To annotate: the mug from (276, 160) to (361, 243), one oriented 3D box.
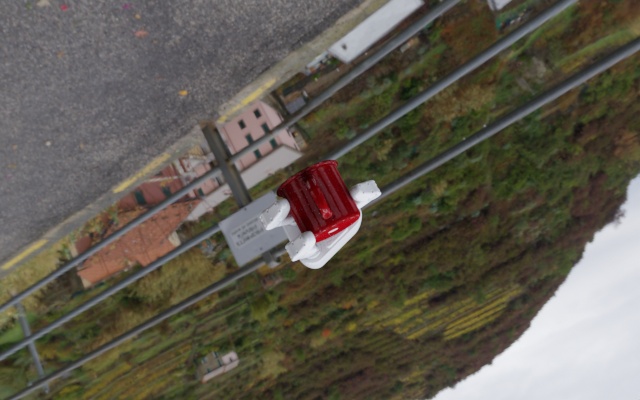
[{"bbox_3d":[0.000,0.002,0.620,0.093,0.081,0.117,-27,-12,-4],"label":"mug"}]
